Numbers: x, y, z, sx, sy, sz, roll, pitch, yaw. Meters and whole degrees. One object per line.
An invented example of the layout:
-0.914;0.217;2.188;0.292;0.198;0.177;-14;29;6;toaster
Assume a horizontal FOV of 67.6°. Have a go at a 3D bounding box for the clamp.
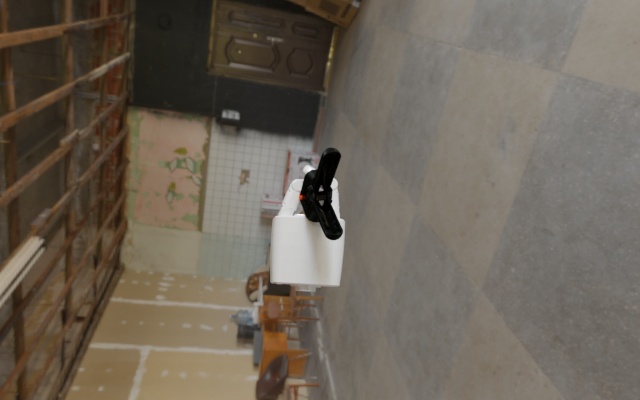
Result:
-0.001;0.002;0.687;0.039;0.120;0.171;4;-11;-11;clamp
